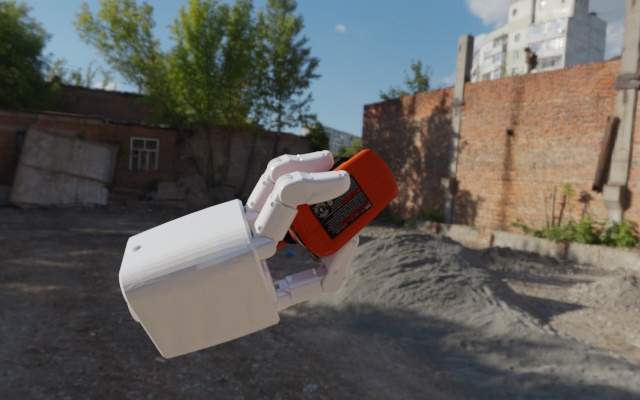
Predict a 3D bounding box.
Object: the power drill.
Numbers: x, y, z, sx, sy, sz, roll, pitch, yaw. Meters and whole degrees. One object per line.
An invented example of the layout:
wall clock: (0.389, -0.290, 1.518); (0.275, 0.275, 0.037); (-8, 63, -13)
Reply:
power drill: (0.000, 0.002, 0.498); (0.184, 0.057, 0.187); (-41, 9, -21)
